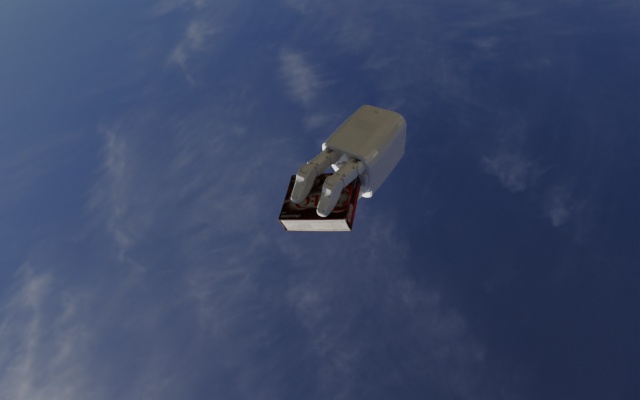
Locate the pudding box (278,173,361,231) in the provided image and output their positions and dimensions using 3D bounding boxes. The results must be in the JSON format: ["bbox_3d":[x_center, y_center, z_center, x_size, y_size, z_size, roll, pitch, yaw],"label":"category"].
[{"bbox_3d":[0.000,0.002,0.742,0.113,0.090,0.039,-3,-39,23],"label":"pudding box"}]
